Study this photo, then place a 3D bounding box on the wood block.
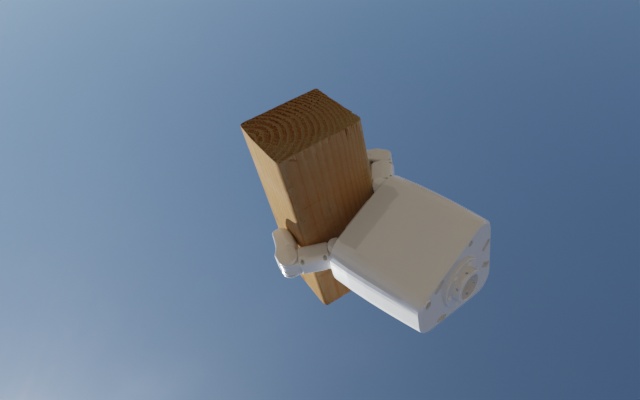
[{"bbox_3d":[0.000,0.002,0.510,0.091,0.206,0.090,-29,42,-15],"label":"wood block"}]
